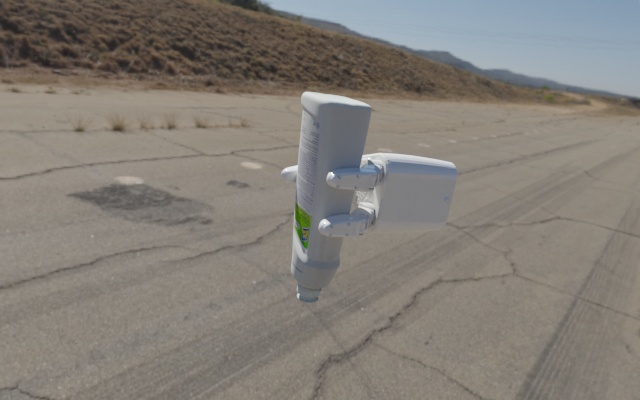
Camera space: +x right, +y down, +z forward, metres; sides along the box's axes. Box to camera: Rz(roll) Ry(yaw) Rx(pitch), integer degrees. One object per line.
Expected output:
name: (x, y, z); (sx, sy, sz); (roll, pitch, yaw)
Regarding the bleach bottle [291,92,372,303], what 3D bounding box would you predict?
bleach bottle: (0.000, 0.002, 0.581); (0.068, 0.251, 0.102); (3, 17, -20)
